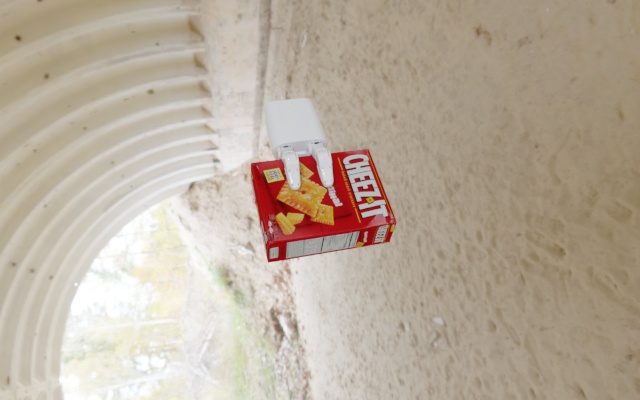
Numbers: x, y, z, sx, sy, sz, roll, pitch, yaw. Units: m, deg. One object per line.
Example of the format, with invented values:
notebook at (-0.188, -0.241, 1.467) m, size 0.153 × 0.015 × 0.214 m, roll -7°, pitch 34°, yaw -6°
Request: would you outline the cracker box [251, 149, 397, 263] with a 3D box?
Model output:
cracker box at (0.000, 0.003, 0.807) m, size 0.213 × 0.164 × 0.072 m, roll -8°, pitch -33°, yaw -12°
